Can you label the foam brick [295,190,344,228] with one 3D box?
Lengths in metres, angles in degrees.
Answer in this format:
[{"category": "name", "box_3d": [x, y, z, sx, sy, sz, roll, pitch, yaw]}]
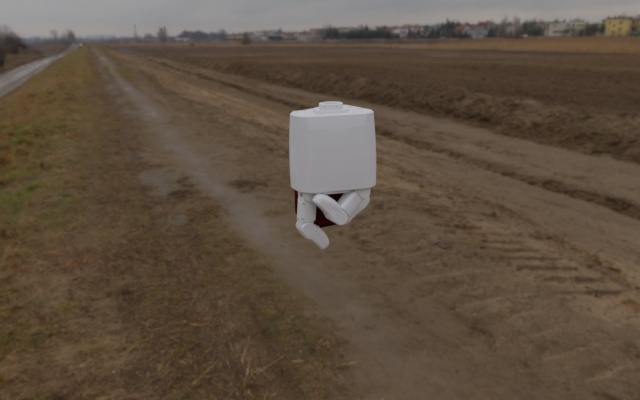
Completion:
[{"category": "foam brick", "box_3d": [0.000, 0.002, 0.722, 0.053, 0.051, 0.078, -11, 21, -26]}]
